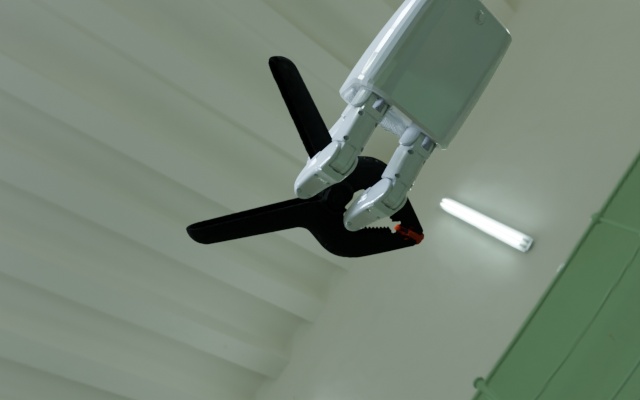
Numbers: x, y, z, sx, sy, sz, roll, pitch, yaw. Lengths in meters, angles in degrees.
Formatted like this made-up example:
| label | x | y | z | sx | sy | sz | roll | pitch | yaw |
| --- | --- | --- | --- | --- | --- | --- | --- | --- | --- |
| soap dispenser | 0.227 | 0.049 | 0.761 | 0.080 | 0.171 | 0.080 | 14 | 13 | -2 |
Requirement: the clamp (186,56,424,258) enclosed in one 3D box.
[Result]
| label | x | y | z | sx | sy | sz | roll | pitch | yaw |
| --- | --- | --- | --- | --- | --- | --- | --- | --- | --- |
| clamp | 0.000 | 0.001 | 0.422 | 0.210 | 0.164 | 0.036 | 33 | 0 | -24 |
